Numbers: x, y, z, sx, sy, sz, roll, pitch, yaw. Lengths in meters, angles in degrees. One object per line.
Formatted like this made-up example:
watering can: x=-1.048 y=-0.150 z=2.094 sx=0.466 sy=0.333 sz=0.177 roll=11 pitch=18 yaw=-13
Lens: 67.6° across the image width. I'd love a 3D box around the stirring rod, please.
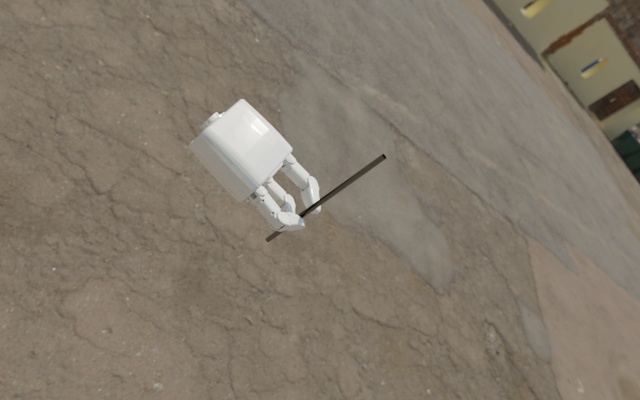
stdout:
stirring rod: x=0.000 y=0.002 z=0.686 sx=0.239 sy=0.011 sz=0.011 roll=-36 pitch=-21 yaw=32
